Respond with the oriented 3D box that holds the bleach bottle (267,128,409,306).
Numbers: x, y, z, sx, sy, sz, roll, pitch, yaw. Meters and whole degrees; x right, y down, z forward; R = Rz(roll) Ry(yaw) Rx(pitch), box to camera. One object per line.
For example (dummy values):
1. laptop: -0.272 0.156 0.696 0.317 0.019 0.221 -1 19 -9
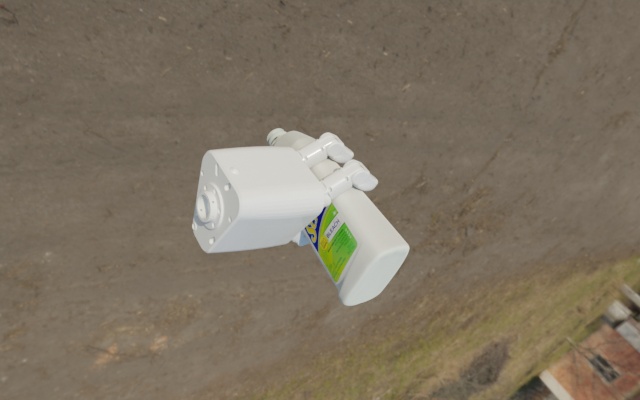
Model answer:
1. bleach bottle: 0.000 0.002 0.599 0.068 0.103 0.250 -7 47 -40
